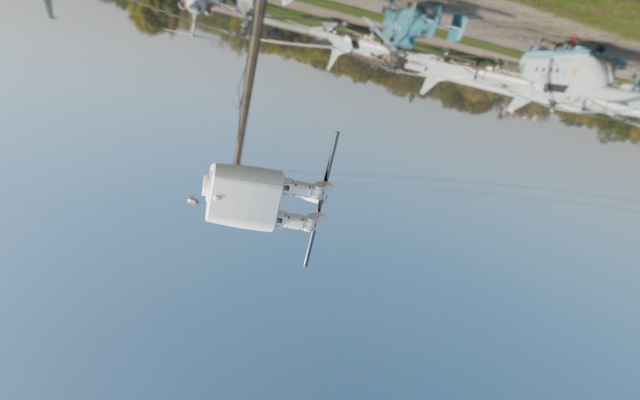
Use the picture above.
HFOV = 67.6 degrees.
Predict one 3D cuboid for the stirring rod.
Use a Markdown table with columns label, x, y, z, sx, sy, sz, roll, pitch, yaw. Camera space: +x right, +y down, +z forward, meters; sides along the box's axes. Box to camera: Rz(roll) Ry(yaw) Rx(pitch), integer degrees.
| label | x | y | z | sx | sy | sz | roll | pitch | yaw |
| --- | --- | --- | --- | --- | --- | --- | --- | --- | --- |
| stirring rod | 0.000 | 0.002 | 0.794 | 0.011 | 0.239 | 0.011 | 12 | 18 | -4 |
